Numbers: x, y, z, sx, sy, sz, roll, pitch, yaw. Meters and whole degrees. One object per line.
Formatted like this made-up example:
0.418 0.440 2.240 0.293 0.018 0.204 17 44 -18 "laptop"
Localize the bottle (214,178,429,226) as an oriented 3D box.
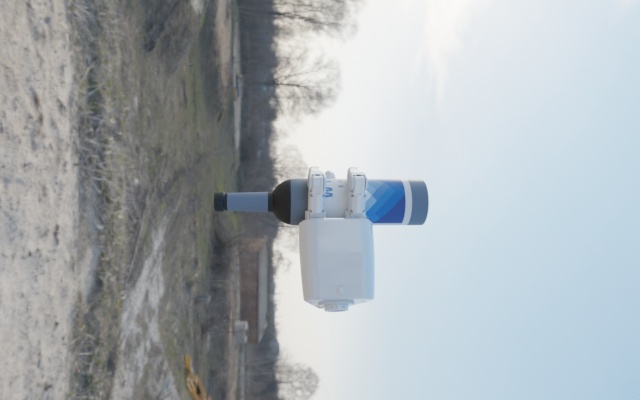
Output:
0.000 0.002 0.677 0.296 0.069 0.069 0 0 -6 "bottle"
